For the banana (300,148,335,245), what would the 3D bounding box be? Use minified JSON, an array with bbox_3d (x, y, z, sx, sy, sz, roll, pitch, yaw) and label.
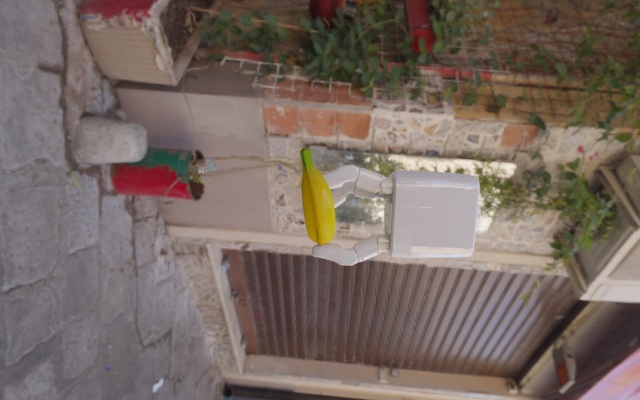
[{"bbox_3d":[0.000,0.017,0.595,0.037,0.069,0.198,-1,-29,2],"label":"banana"}]
